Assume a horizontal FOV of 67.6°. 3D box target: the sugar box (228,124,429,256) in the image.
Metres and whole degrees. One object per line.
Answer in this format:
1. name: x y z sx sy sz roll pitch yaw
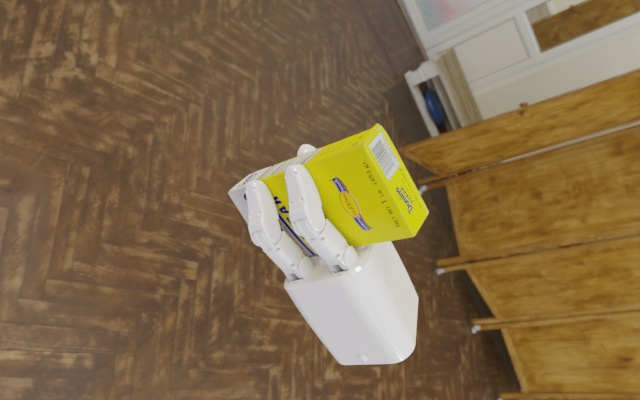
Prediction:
1. sugar box: 0.000 0.002 0.446 0.176 0.093 0.048 -18 20 39
